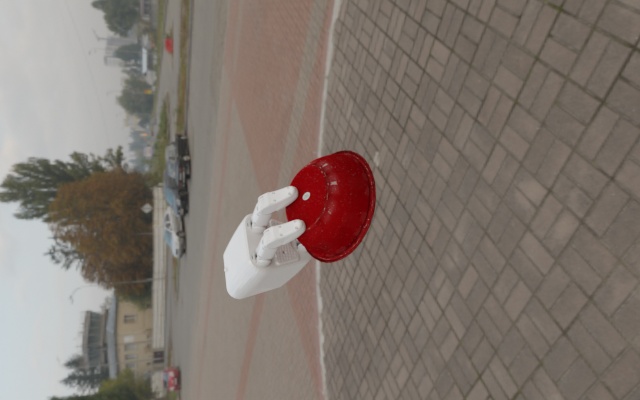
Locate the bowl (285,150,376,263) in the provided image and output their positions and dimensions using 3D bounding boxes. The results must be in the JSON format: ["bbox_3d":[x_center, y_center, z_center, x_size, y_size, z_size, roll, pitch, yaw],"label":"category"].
[{"bbox_3d":[0.001,0.001,0.658,0.055,0.162,0.162,16,-10,-38],"label":"bowl"}]
